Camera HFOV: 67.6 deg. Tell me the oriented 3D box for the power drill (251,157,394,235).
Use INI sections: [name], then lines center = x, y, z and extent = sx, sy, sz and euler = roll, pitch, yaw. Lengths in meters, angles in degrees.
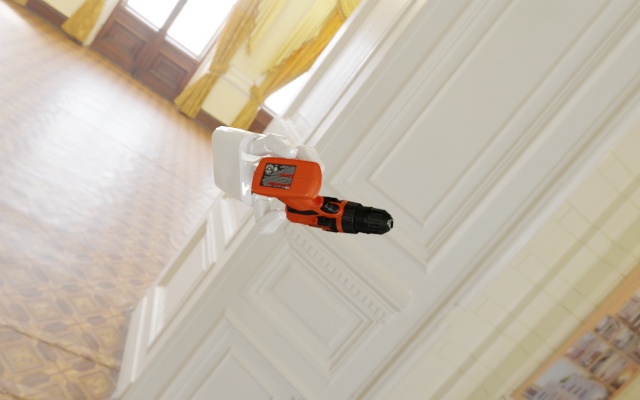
[power drill]
center = 0.000, 0.002, 0.702
extent = 0.184, 0.057, 0.188
euler = 6, -19, 27
